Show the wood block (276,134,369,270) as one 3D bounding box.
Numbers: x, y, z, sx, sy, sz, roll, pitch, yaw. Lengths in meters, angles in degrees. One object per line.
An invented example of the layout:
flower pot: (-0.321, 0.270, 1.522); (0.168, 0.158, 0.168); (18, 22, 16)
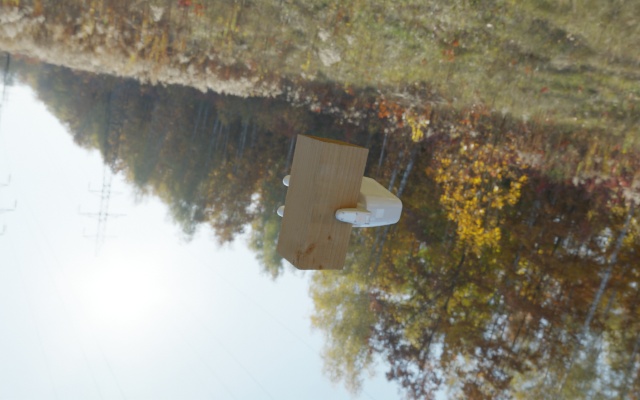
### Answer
wood block: (0.001, 0.003, 0.792); (0.090, 0.206, 0.091); (5, 12, -33)
